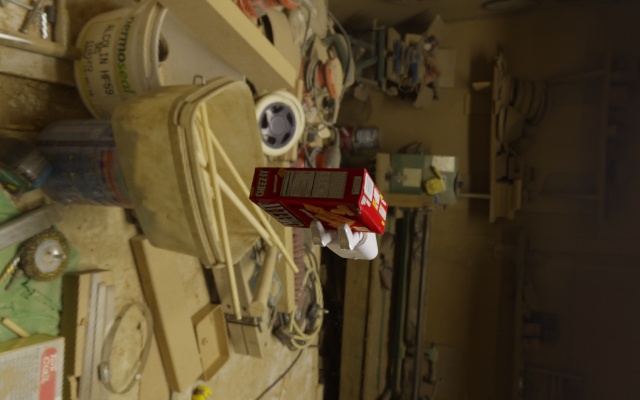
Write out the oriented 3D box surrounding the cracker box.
[{"bbox_3d":[0.000,0.003,0.887,0.213,0.072,0.164,2,-21,23],"label":"cracker box"}]
